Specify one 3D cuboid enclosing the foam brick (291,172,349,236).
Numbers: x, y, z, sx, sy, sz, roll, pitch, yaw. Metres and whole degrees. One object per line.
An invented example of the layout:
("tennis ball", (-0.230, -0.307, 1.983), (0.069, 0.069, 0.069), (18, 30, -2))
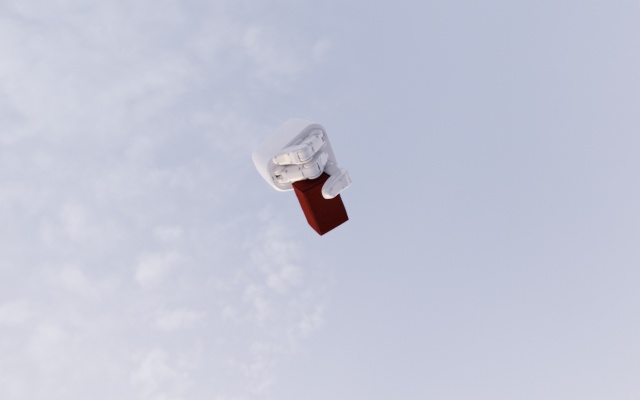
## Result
("foam brick", (0.000, 0.003, 0.720), (0.053, 0.078, 0.051), (-27, 25, -14))
